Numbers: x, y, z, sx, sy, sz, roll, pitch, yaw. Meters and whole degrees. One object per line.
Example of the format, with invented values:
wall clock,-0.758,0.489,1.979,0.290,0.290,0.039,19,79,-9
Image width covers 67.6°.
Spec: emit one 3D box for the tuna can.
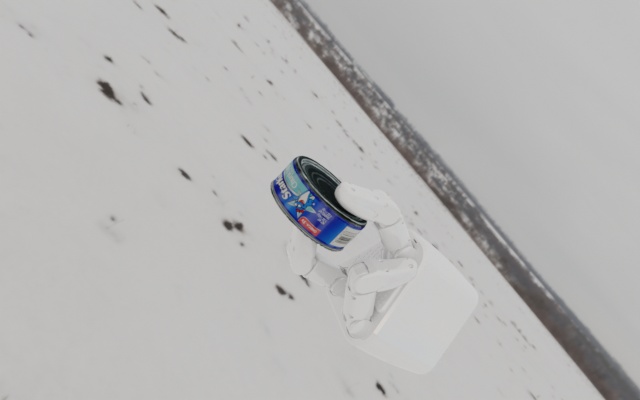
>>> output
tuna can,0.000,0.001,0.412,0.034,0.086,0.086,-46,-16,16
